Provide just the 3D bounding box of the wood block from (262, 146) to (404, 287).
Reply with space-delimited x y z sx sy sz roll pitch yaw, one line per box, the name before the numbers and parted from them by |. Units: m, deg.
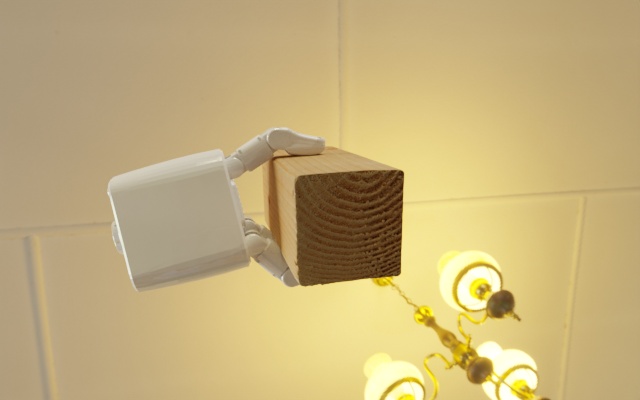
wood block | 0.000 0.001 0.470 0.090 0.091 0.206 -4 13 -13
